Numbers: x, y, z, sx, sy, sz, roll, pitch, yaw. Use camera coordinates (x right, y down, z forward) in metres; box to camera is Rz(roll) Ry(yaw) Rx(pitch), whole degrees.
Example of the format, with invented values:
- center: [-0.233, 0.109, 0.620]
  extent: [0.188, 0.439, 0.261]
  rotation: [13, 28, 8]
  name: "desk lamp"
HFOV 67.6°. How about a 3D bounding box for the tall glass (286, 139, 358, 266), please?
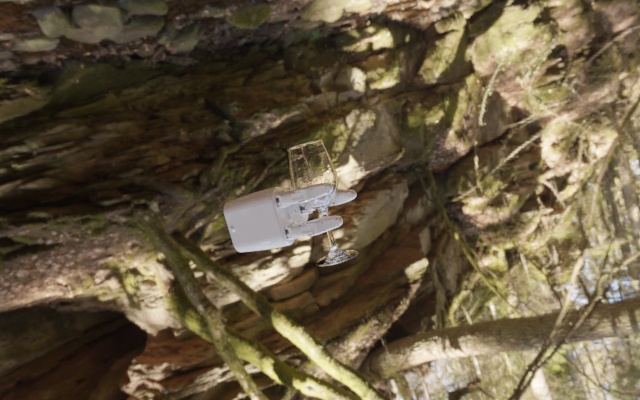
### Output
- center: [0.000, 0.003, 0.796]
  extent: [0.079, 0.201, 0.079]
  rotation: [-16, 5, 1]
  name: "tall glass"
